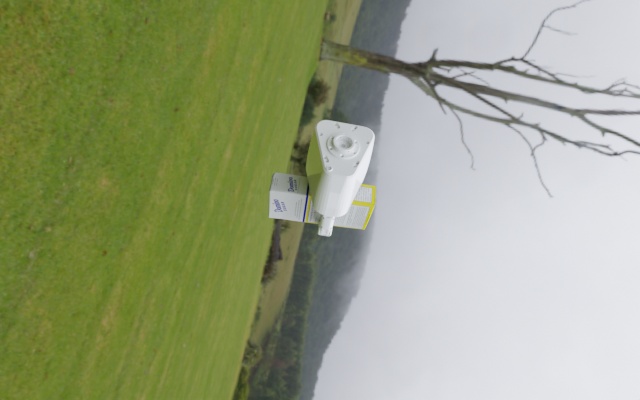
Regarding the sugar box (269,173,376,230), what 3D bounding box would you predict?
[{"bbox_3d":[0.000,0.002,0.826,0.176,0.048,0.093,10,-33,-2],"label":"sugar box"}]
